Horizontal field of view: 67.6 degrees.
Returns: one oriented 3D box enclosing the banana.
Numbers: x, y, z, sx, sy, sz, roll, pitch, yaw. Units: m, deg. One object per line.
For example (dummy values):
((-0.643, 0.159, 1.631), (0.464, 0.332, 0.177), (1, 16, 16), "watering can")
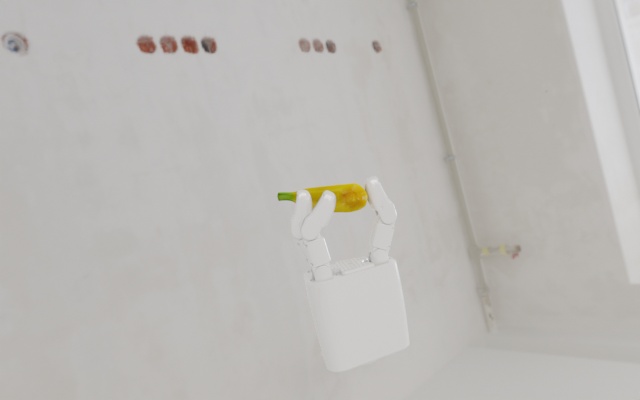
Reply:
((0.015, -0.001, 0.617), (0.069, 0.037, 0.198), (-10, 4, -29), "banana")
